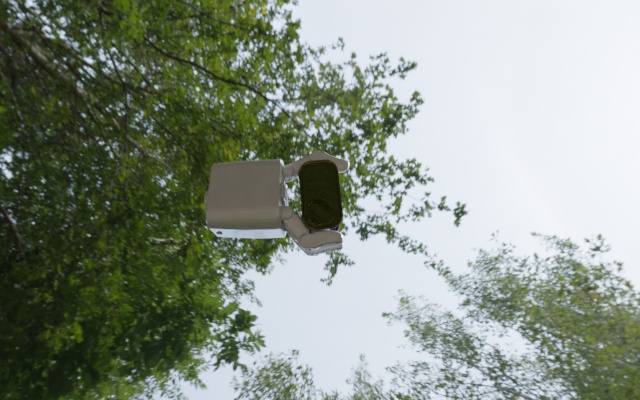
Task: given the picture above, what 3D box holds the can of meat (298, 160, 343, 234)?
[{"bbox_3d":[0.000,0.002,0.708,0.057,0.102,0.084,-5,-16,-1],"label":"can of meat"}]
